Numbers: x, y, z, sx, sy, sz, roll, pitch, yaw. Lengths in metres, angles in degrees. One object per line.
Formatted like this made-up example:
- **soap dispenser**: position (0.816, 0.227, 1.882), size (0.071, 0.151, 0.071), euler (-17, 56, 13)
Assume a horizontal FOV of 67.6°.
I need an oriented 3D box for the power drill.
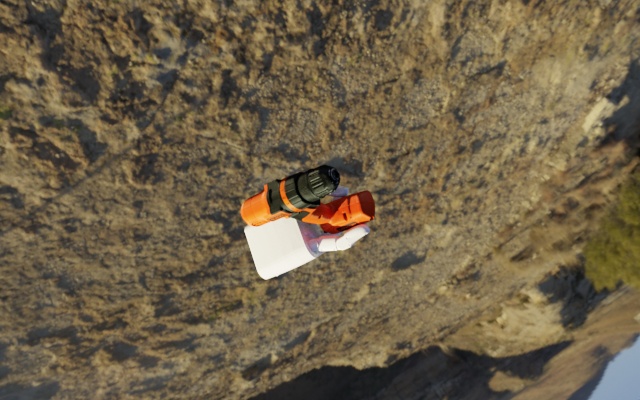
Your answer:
- **power drill**: position (0.000, 0.003, 0.734), size (0.184, 0.057, 0.188), euler (-21, -23, 39)
